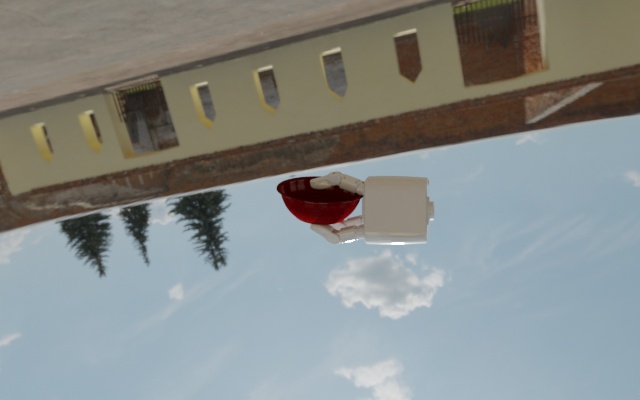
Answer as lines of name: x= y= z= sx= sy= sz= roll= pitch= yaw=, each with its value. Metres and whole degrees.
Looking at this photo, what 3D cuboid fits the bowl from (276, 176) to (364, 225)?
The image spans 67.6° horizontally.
bowl: x=-0.001 y=0.003 z=0.867 sx=0.162 sy=0.055 sz=0.162 roll=3 pitch=19 yaw=-1
